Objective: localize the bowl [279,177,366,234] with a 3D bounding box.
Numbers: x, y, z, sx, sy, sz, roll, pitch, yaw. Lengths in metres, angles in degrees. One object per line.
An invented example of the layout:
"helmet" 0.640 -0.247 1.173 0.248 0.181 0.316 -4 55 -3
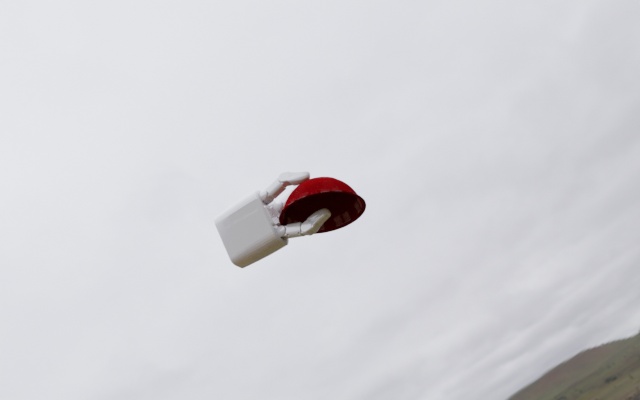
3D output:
"bowl" 0.001 0.002 0.882 0.162 0.055 0.162 -8 -29 -4
